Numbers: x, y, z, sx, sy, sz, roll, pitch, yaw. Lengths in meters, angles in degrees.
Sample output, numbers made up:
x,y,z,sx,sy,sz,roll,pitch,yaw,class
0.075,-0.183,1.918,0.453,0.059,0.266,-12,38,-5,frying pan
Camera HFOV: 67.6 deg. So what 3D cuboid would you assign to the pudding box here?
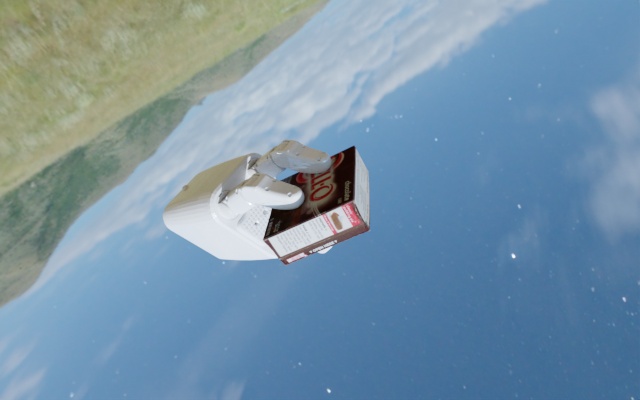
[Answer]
x,y,z,sx,sy,sz,roll,pitch,yaw,class
0.000,0.002,0.452,0.090,0.039,0.113,-25,28,18,pudding box
